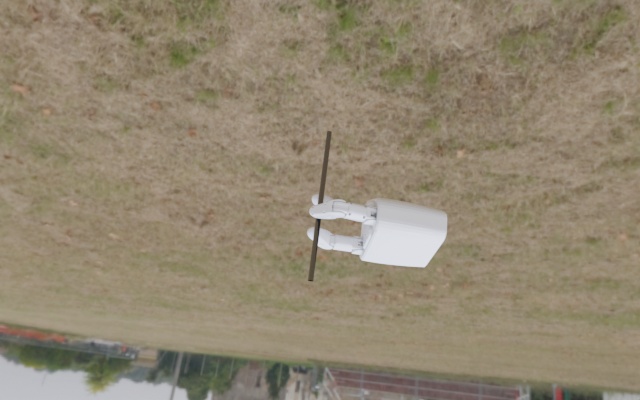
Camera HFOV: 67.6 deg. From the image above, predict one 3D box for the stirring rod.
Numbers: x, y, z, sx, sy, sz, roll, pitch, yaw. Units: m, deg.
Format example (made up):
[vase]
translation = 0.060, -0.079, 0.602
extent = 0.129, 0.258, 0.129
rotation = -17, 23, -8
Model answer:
[stirring rod]
translation = 0.000, 0.002, 0.720
extent = 0.011, 0.239, 0.011
rotation = 6, -21, 2
